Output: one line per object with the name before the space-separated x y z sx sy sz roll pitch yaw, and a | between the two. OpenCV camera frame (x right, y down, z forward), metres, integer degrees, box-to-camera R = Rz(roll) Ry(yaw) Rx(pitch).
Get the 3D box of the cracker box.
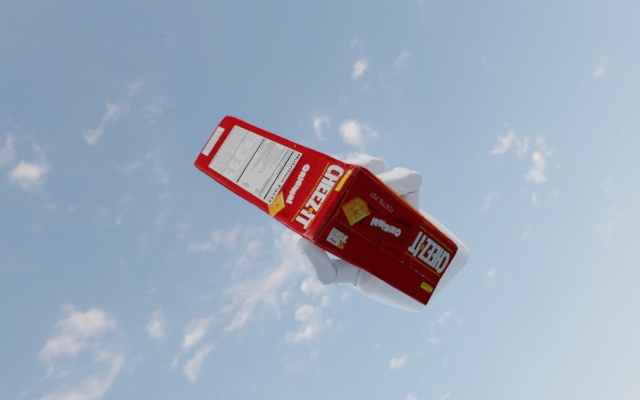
cracker box | 0.000 0.002 0.457 0.164 0.072 0.213 33 -4 -41
